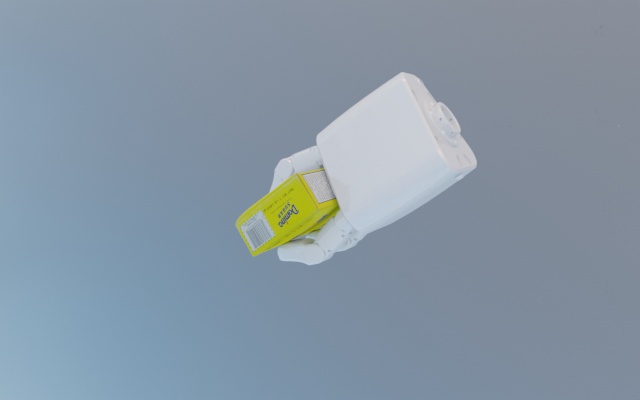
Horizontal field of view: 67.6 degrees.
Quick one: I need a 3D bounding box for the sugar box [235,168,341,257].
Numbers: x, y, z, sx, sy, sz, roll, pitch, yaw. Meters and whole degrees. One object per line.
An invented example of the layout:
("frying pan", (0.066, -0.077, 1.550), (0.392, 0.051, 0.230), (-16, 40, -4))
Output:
("sugar box", (0.000, 0.002, 0.509), (0.093, 0.048, 0.176), (-35, -11, 31))
